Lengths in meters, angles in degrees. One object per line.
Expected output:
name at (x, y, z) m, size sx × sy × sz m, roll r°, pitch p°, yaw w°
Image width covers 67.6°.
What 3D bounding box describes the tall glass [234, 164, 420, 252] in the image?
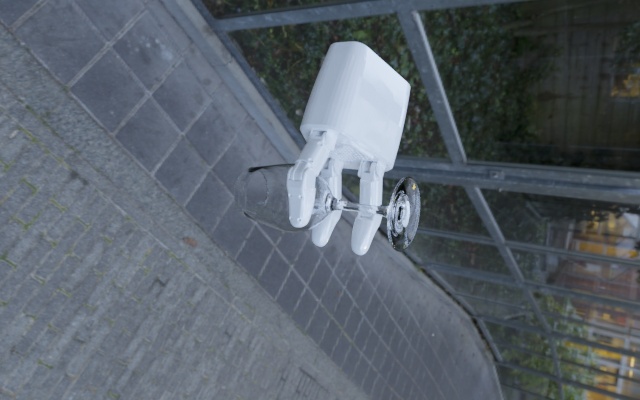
tall glass at (0.001, 0.002, 0.519) m, size 0.201 × 0.079 × 0.079 m, roll 8°, pitch 4°, yaw 32°
